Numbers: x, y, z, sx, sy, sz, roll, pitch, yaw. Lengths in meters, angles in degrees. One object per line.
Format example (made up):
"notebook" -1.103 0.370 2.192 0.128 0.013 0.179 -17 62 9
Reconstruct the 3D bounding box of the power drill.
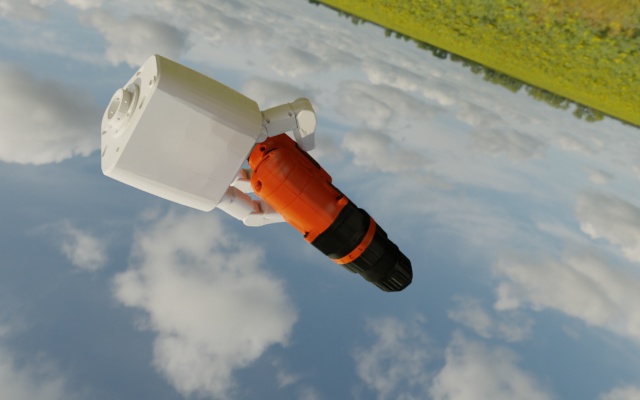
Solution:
"power drill" 0.000 0.001 0.480 0.184 0.057 0.187 42 2 -25
